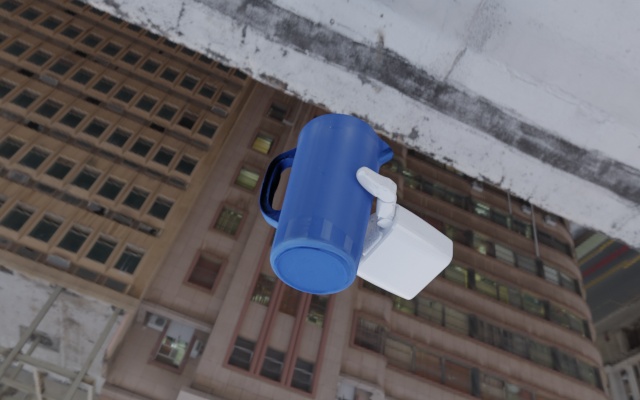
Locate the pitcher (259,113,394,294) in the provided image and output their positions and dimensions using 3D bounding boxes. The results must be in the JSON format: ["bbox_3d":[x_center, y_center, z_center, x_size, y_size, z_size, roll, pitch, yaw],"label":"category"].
[{"bbox_3d":[0.000,0.002,0.657,0.145,0.242,0.149,31,-47,-16],"label":"pitcher"}]
